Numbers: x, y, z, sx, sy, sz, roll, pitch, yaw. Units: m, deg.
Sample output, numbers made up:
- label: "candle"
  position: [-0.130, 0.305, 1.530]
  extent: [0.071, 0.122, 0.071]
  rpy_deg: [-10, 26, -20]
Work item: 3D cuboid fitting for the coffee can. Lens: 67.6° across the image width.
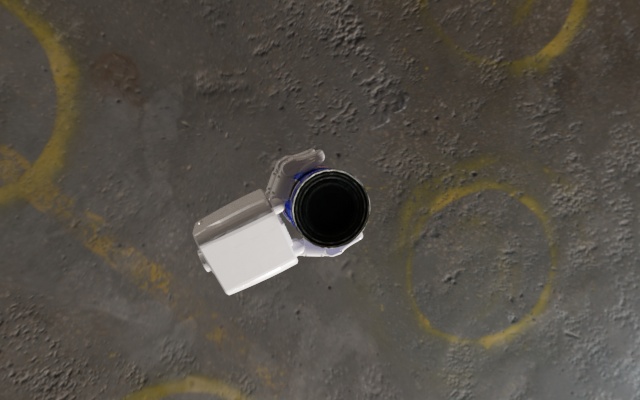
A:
- label: "coffee can"
  position: [0.000, 0.002, 0.669]
  extent: [0.103, 0.103, 0.140]
  rpy_deg: [0, 7, -12]
